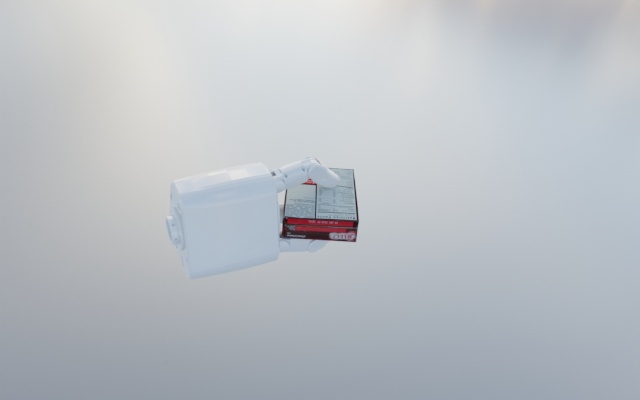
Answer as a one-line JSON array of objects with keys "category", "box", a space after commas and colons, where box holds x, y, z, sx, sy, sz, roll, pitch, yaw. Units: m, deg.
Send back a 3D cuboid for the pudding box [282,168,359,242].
[{"category": "pudding box", "box": [0.000, 0.002, 0.597, 0.090, 0.039, 0.113, 4, 39, -3]}]
